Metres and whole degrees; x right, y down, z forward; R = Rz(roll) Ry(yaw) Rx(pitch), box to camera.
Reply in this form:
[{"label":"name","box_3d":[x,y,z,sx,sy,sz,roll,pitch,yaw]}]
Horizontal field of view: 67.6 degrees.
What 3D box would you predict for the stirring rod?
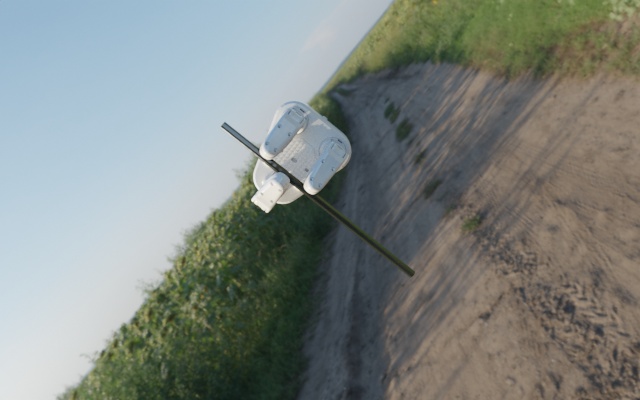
[{"label":"stirring rod","box_3d":[0.000,0.002,0.472,0.239,0.011,0.011,38,-6,-7]}]
